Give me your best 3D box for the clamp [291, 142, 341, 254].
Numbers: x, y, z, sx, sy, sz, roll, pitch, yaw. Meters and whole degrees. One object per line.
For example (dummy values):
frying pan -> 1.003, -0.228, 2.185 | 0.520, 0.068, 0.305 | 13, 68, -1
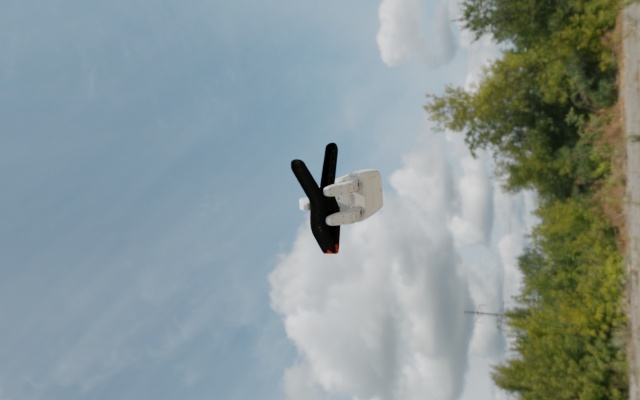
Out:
clamp -> 0.000, 0.003, 0.884 | 0.036, 0.210, 0.164 | -1, 9, 28
